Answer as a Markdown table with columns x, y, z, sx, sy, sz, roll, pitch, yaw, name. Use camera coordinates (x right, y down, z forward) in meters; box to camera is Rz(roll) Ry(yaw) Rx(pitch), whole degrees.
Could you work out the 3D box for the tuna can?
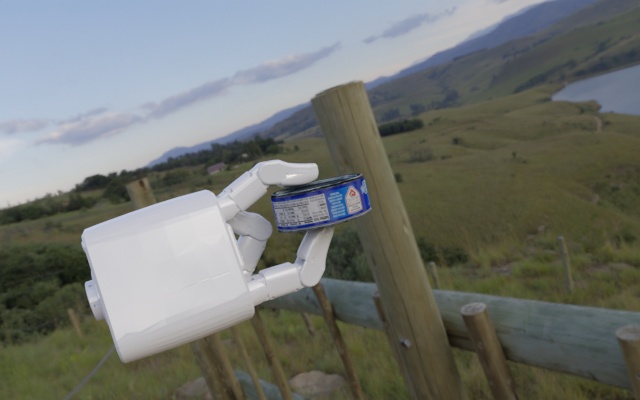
| x | y | z | sx | sy | sz | roll | pitch | yaw | name |
| --- | --- | --- | --- | --- | --- | --- | --- | --- | --- |
| 0.000 | 0.001 | 0.422 | 0.086 | 0.034 | 0.086 | -13 | 6 | 1 | tuna can |
